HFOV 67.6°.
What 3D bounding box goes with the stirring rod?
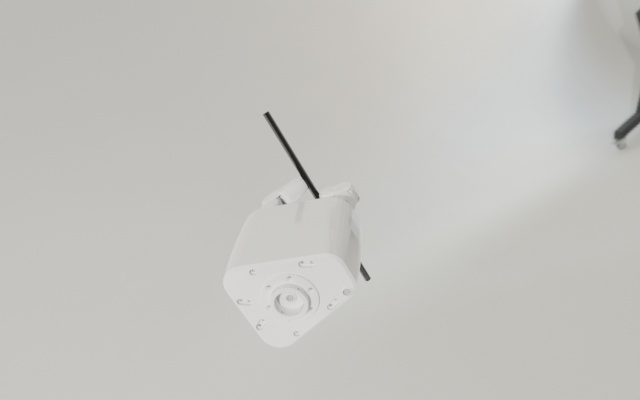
[{"bbox_3d":[0.000,0.002,0.558,0.011,0.239,0.011,-28,20,11],"label":"stirring rod"}]
